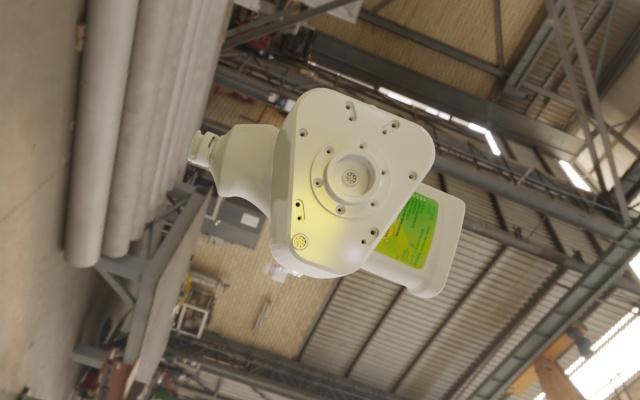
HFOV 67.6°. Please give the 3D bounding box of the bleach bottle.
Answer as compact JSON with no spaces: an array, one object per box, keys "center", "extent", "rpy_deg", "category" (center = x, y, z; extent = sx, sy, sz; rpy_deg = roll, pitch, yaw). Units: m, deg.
[{"center":[0.000,0.001,0.440],"extent":[0.251,0.102,0.068],"rpy_deg":[20,-11,-6],"category":"bleach bottle"}]
